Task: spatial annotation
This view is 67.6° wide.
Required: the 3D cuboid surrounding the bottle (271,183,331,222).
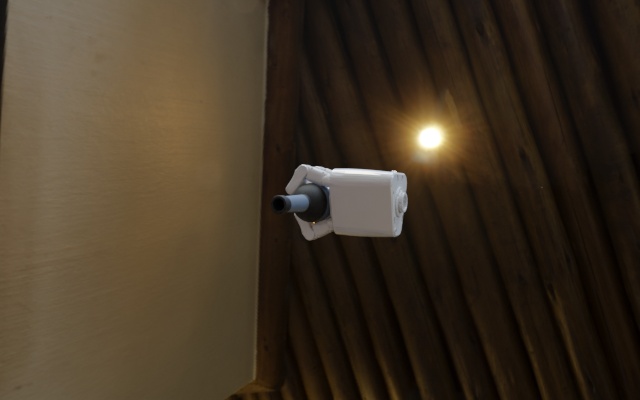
[{"bbox_3d":[0.000,0.003,0.832,0.069,0.069,0.295,0,1,25],"label":"bottle"}]
